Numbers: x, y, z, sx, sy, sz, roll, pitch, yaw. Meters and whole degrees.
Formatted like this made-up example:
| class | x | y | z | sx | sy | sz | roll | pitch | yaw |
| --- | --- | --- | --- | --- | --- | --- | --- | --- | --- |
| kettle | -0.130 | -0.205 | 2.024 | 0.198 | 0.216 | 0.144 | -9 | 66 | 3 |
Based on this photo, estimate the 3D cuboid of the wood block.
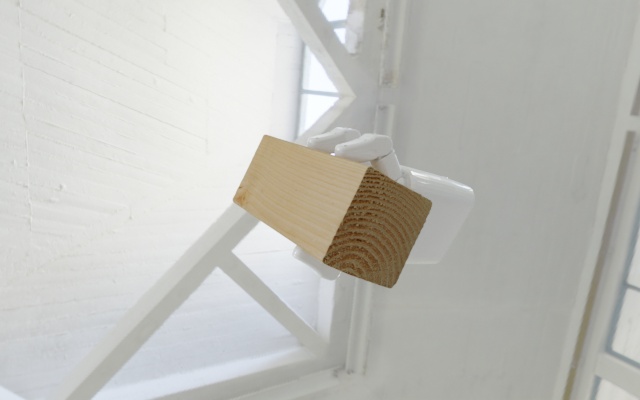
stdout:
| class | x | y | z | sx | sy | sz | roll | pitch | yaw |
| --- | --- | --- | --- | --- | --- | --- | --- | --- | --- |
| wood block | 0.000 | 0.002 | 0.495 | 0.090 | 0.091 | 0.206 | 25 | 0 | -34 |
